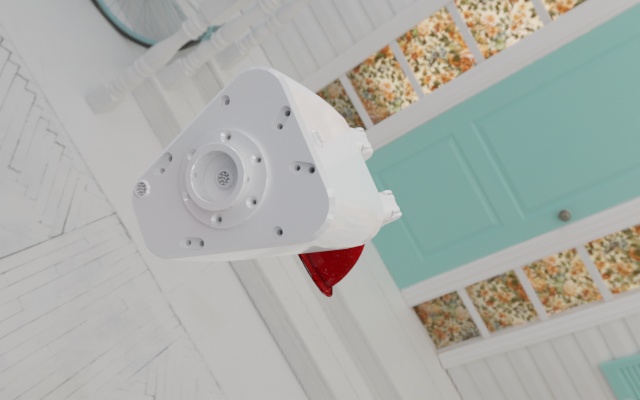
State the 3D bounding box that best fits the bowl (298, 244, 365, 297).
[{"bbox_3d":[0.001,0.001,0.431,0.055,0.162,0.162,-24,-2,3],"label":"bowl"}]
